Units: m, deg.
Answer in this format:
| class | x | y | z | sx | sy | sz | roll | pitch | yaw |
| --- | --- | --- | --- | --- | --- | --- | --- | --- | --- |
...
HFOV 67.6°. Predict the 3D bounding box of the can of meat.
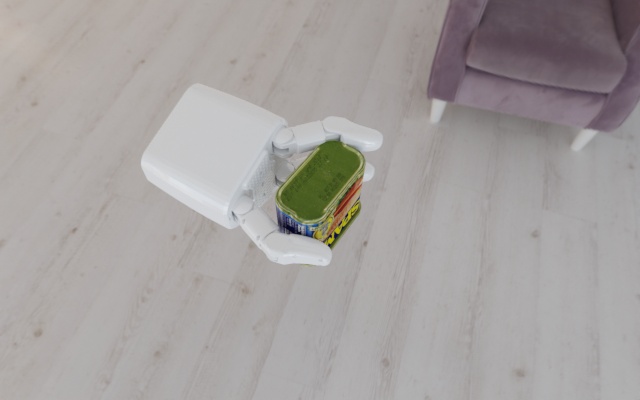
| class | x | y | z | sx | sy | sz | roll | pitch | yaw |
| --- | --- | --- | --- | --- | --- | --- | --- | --- | --- |
| can of meat | 0.000 | 0.001 | 0.469 | 0.057 | 0.102 | 0.084 | 30 | -29 | 17 |
